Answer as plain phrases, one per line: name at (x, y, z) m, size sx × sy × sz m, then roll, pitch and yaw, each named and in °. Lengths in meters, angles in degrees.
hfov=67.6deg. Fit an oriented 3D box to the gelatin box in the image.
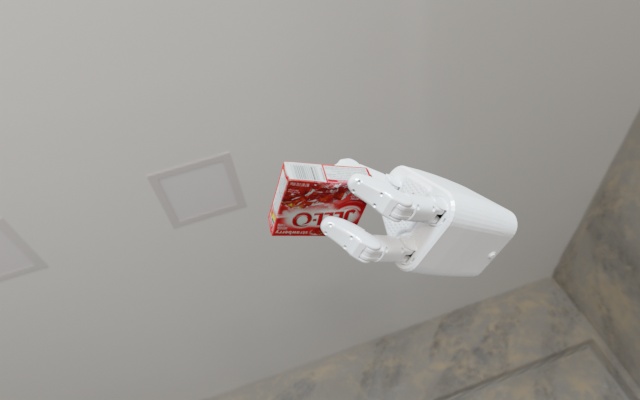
gelatin box at (0.000, 0.001, 0.464) m, size 0.089 × 0.073 × 0.030 m, roll 3°, pitch 43°, yaw -21°
